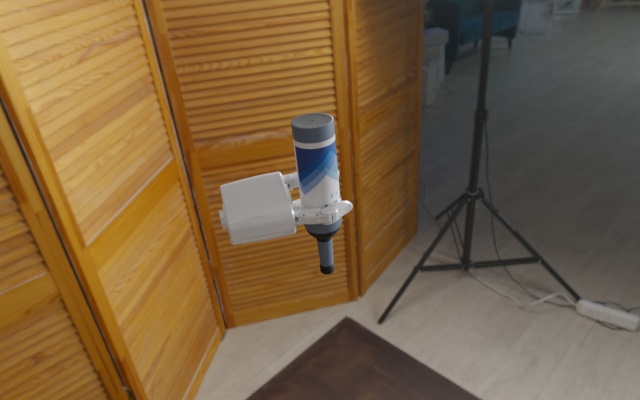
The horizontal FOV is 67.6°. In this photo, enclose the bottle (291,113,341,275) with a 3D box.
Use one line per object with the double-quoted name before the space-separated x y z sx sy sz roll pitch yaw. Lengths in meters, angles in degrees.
"bottle" 0.000 0.002 0.810 0.069 0.296 0.069 -4 30 3
